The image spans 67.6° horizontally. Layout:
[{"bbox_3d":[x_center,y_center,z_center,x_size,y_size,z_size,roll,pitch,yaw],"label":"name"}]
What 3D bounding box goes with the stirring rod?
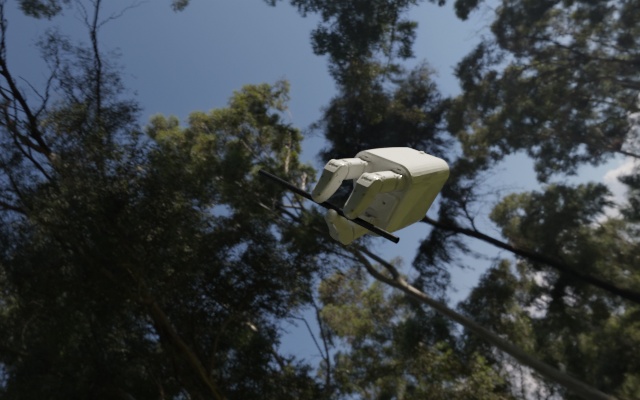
[{"bbox_3d":[0.000,0.002,0.601,0.239,0.011,0.011,26,17,38],"label":"stirring rod"}]
